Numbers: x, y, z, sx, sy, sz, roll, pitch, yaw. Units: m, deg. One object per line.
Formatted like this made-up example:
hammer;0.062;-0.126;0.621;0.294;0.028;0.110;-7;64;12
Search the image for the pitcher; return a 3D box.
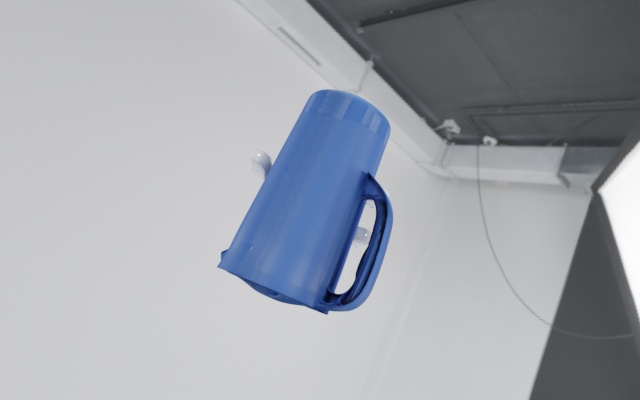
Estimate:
pitcher;0.000;0.002;0.549;0.149;0.242;0.145;27;-13;-12
